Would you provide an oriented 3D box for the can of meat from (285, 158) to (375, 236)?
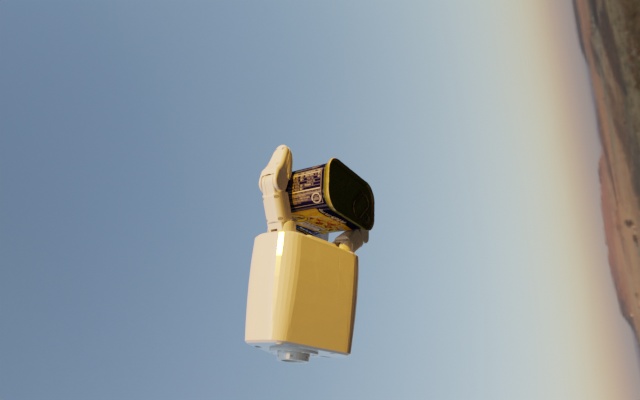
[{"bbox_3d":[0.000,0.002,0.527,0.084,0.057,0.102,-11,-26,31],"label":"can of meat"}]
